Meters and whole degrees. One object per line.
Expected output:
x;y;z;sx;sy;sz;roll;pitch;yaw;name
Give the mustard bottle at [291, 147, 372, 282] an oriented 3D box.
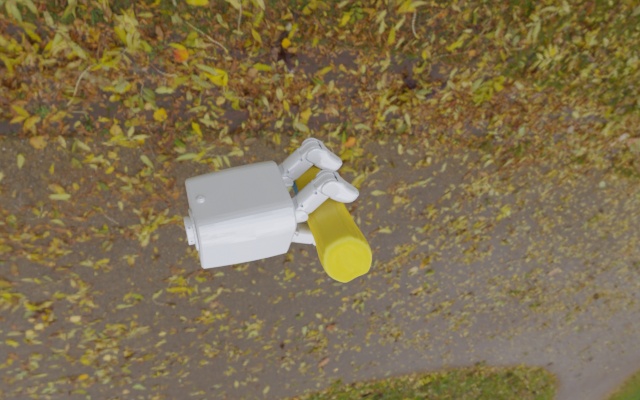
0.001;0.002;0.594;0.058;0.191;0.096;-27;-38;2;mustard bottle
